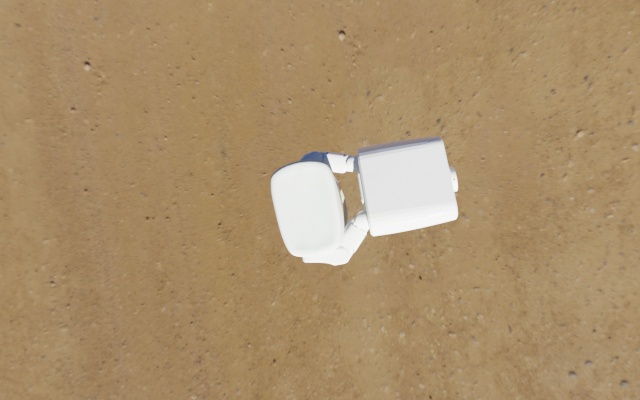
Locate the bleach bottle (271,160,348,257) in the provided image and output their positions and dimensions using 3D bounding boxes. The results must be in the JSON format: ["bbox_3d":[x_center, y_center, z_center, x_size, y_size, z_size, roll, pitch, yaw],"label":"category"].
[{"bbox_3d":[0.000,0.002,0.606,0.068,0.102,0.251,-11,3,7],"label":"bleach bottle"}]
